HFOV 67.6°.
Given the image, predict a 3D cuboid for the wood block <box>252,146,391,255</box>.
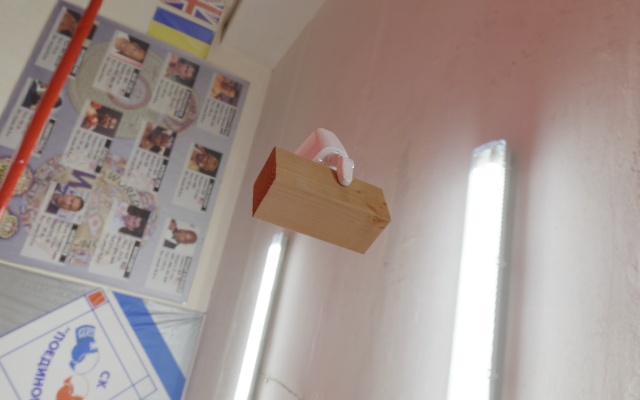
[{"bbox_3d":[0.000,0.002,0.791,0.206,0.091,0.090,20,35,-21],"label":"wood block"}]
